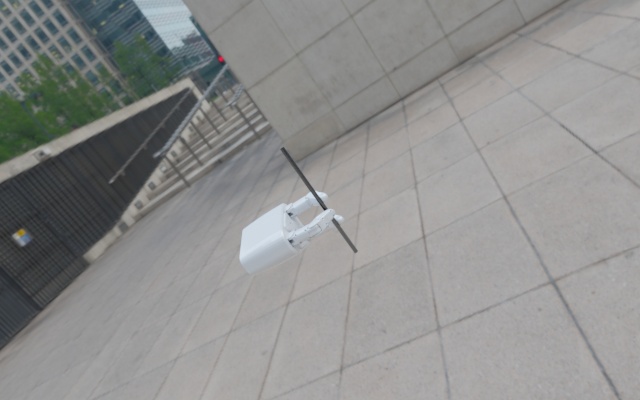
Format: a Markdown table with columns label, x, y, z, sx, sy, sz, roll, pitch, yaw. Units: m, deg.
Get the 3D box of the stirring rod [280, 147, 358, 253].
| label | x | y | z | sx | sy | sz | roll | pitch | yaw |
| --- | --- | --- | --- | --- | --- | --- | --- | --- | --- |
| stirring rod | 0.000 | 0.003 | 0.866 | 0.011 | 0.239 | 0.011 | -32 | 16 | 11 |
